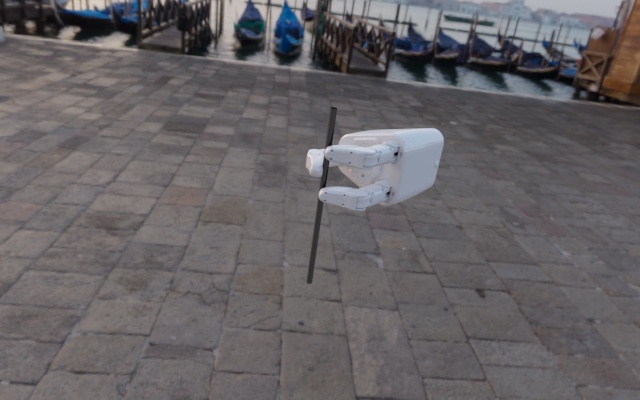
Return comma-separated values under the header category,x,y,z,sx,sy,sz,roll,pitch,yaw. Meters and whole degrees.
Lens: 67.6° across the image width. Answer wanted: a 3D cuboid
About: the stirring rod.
category,x,y,z,sx,sy,sz,roll,pitch,yaw
stirring rod,0.000,0.002,0.602,0.011,0.240,0.011,7,24,-3
